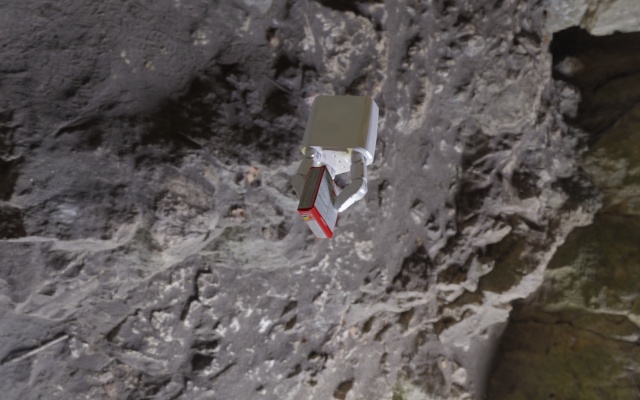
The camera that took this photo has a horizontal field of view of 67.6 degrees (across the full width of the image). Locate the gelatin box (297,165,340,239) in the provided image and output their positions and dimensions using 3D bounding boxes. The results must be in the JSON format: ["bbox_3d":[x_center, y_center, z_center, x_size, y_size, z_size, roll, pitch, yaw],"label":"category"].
[{"bbox_3d":[0.000,0.003,0.731,0.030,0.089,0.073,-6,-42,26],"label":"gelatin box"}]
